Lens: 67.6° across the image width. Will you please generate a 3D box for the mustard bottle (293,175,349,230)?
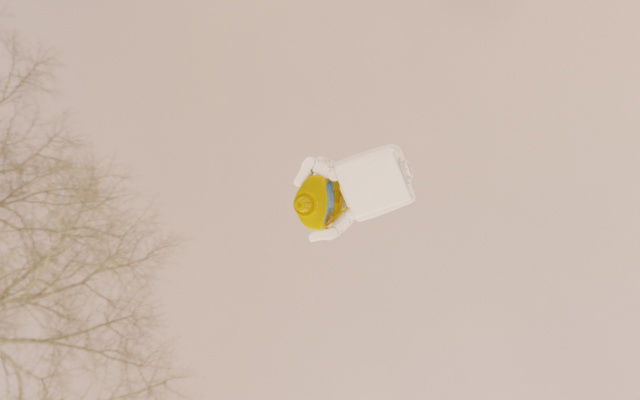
[{"bbox_3d":[0.000,0.003,0.852,0.058,0.096,0.191,7,5,19],"label":"mustard bottle"}]
